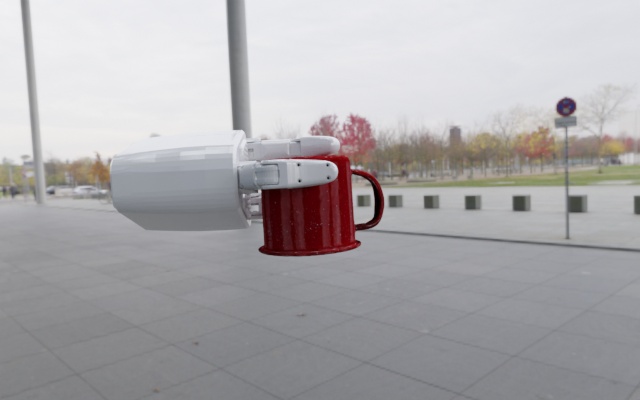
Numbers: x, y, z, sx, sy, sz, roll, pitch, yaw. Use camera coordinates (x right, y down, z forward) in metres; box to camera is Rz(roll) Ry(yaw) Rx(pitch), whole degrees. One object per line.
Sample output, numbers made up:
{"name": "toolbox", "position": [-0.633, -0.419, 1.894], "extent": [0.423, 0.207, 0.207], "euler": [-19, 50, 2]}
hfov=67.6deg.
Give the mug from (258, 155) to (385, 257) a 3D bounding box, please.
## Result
{"name": "mug", "position": [0.002, 0.001, 0.431], "extent": [0.117, 0.081, 0.093], "euler": [-4, 3, -4]}
